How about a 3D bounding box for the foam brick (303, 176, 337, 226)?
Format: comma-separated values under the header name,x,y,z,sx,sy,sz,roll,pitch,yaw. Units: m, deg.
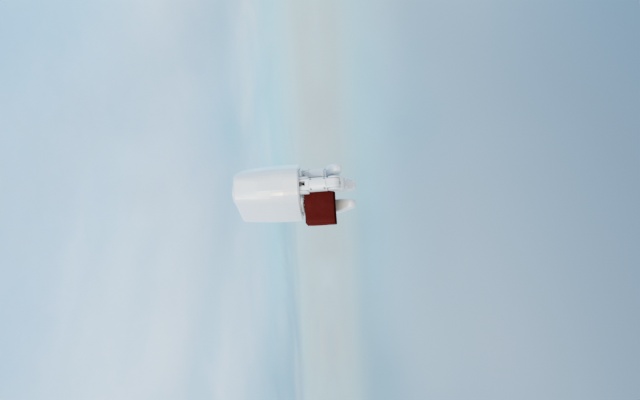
name,x,y,z,sx,sy,sz,roll,pitch,yaw
foam brick,0.000,0.003,0.797,0.051,0.078,0.053,-4,-8,2
